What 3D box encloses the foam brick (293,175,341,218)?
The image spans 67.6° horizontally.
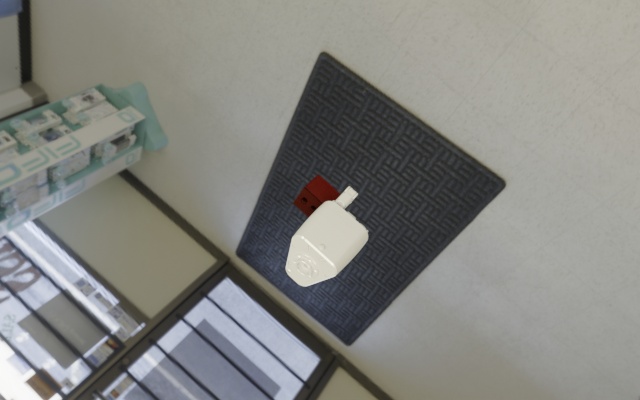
[{"bbox_3d":[0.000,0.003,0.871,0.051,0.078,0.053,-44,-6,-43],"label":"foam brick"}]
